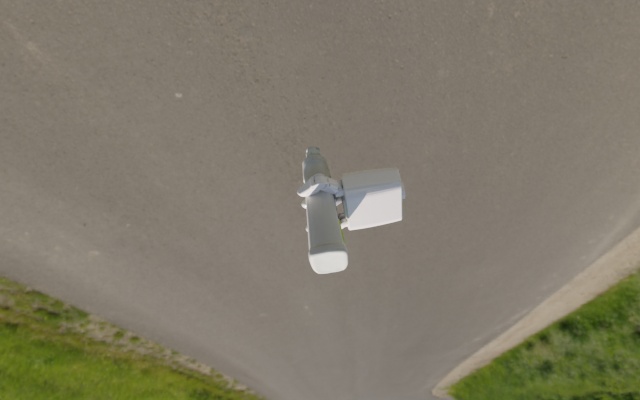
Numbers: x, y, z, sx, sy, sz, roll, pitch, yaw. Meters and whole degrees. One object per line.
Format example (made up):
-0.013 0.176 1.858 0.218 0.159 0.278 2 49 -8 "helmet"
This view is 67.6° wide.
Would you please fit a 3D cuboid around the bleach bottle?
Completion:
0.000 0.003 0.893 0.068 0.250 0.103 -9 -29 1 "bleach bottle"
